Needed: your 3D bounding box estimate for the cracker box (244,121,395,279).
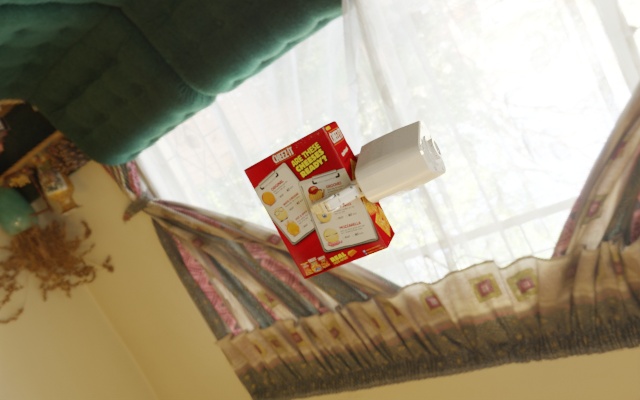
[{"bbox_3d":[0.000,0.003,0.786,0.164,0.214,0.072,-25,8,26],"label":"cracker box"}]
